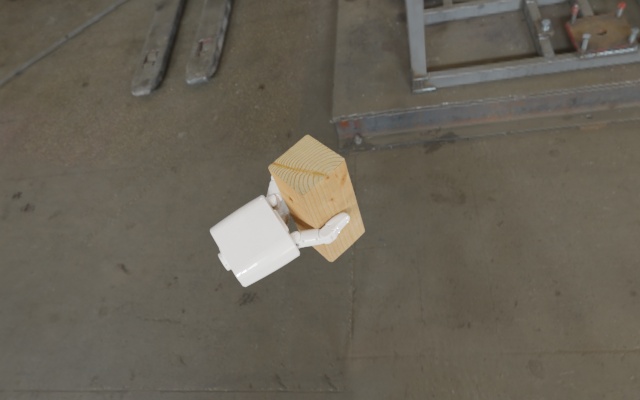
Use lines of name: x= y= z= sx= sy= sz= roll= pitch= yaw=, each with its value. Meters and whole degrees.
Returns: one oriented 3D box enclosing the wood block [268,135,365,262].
wood block: x=0.000 y=0.003 z=0.812 sx=0.090 sy=0.090 sz=0.206 roll=38 pitch=-18 yaw=34
